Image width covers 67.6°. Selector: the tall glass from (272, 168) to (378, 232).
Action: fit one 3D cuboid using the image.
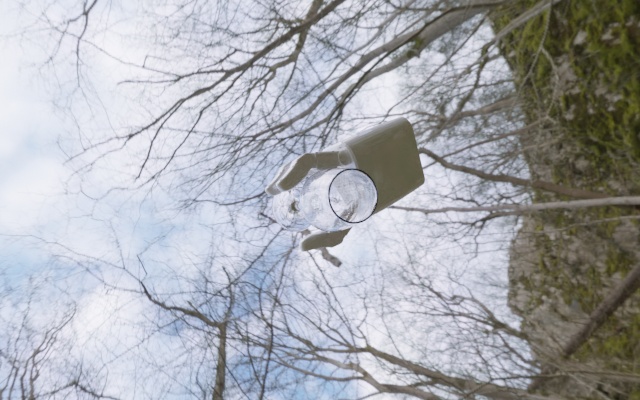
[{"bbox_3d":[0.000,0.002,0.619,0.079,0.079,0.201,0,-4,-22],"label":"tall glass"}]
